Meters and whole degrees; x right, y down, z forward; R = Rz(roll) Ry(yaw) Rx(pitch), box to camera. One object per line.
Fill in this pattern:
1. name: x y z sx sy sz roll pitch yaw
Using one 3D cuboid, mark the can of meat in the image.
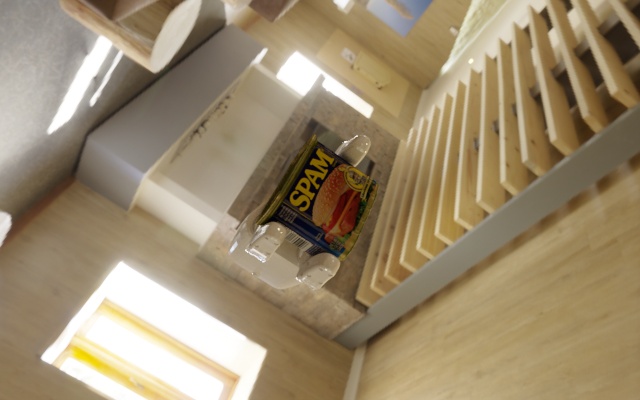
1. can of meat: 0.000 0.002 0.460 0.084 0.102 0.057 34 -33 -9
